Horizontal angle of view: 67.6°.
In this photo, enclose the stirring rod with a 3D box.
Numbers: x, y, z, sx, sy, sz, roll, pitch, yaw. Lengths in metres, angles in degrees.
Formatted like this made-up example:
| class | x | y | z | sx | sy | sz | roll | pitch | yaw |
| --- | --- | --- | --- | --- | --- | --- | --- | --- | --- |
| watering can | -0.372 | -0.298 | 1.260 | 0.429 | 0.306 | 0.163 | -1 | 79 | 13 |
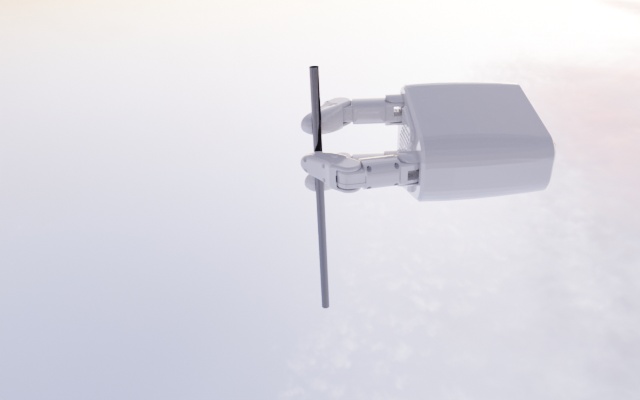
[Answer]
| class | x | y | z | sx | sy | sz | roll | pitch | yaw |
| --- | --- | --- | --- | --- | --- | --- | --- | --- | --- |
| stirring rod | 0.000 | 0.001 | 0.430 | 0.011 | 0.240 | 0.011 | -2 | 28 | 1 |
